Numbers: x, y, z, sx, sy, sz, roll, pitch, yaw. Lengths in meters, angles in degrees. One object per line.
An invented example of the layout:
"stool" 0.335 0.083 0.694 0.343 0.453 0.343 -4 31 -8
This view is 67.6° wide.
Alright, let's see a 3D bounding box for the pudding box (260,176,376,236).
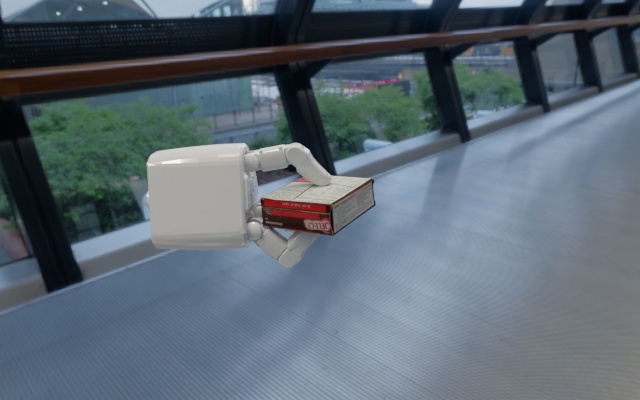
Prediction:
"pudding box" 0.000 0.002 0.542 0.090 0.039 0.113 7 21 29
